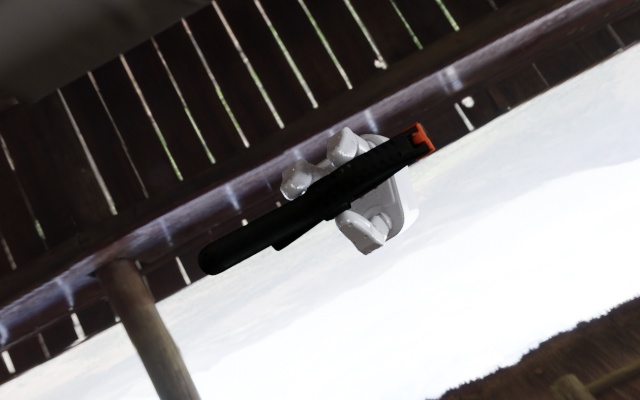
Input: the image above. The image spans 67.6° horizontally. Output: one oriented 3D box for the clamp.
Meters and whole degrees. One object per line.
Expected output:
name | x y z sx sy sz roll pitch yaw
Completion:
clamp | 0.001 0.002 0.420 0.210 0.036 0.164 -33 -6 21
